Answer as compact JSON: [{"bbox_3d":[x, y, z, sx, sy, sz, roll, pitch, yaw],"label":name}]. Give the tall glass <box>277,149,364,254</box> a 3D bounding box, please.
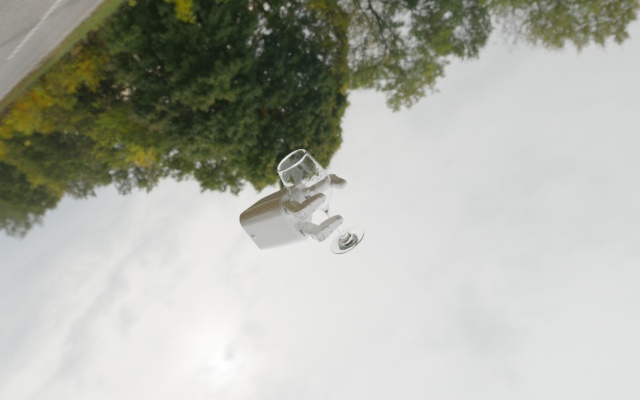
[{"bbox_3d":[0.001,0.003,0.873,0.079,0.201,0.079,-27,27,15],"label":"tall glass"}]
